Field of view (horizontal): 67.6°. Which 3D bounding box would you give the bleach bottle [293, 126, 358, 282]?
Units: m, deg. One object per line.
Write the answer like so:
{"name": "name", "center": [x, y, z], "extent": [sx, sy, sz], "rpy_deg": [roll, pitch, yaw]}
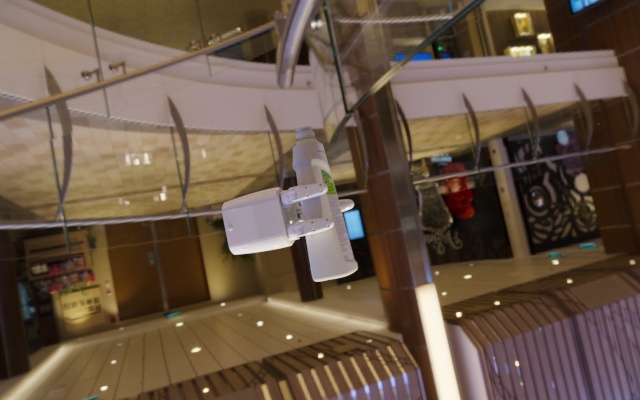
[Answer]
{"name": "bleach bottle", "center": [0.000, 0.003, 0.798], "extent": [0.068, 0.251, 0.102], "rpy_deg": [-13, -4, 15]}
